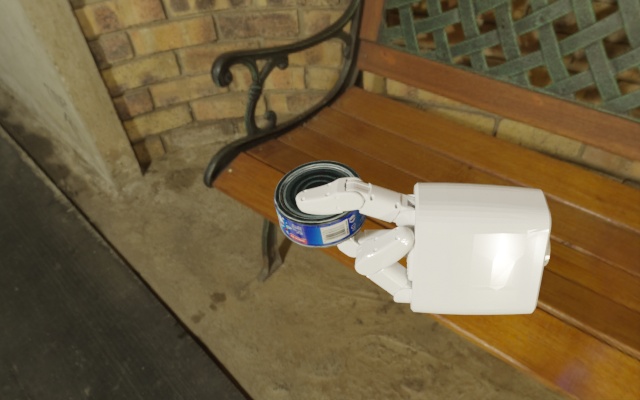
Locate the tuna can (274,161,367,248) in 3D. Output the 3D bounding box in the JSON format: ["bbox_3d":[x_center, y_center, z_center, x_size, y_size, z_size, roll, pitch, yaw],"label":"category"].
[{"bbox_3d":[0.000,0.001,0.449,0.086,0.086,0.034,0,-44,11],"label":"tuna can"}]
